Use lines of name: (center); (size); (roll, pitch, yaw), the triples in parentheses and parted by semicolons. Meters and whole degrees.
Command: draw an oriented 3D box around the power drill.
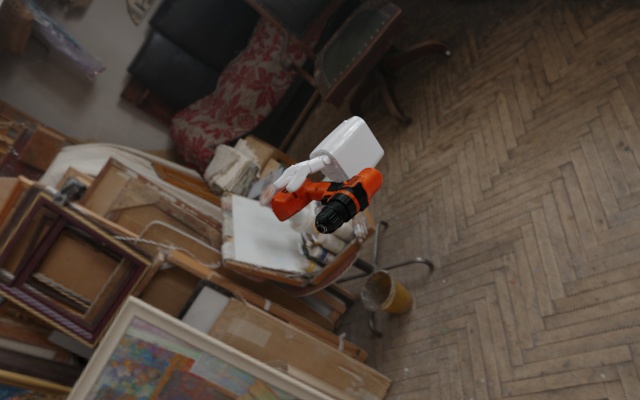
power drill: (0.000, 0.003, 0.873); (0.187, 0.057, 0.184); (-1, 28, 41)
